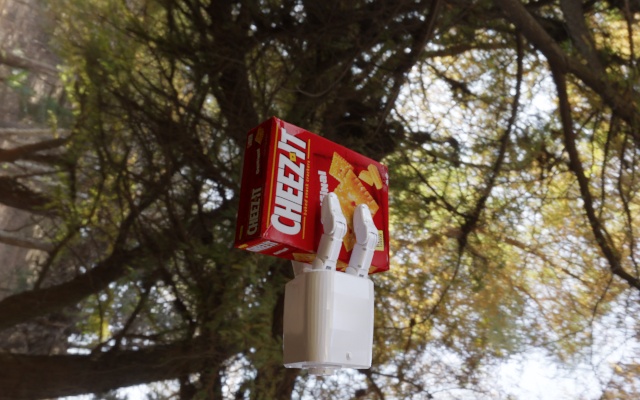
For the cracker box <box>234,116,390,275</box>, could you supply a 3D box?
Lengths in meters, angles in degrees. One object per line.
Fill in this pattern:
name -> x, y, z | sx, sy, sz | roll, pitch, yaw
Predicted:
cracker box -> 0.000, 0.002, 0.649 | 0.214, 0.164, 0.072 | 19, -27, -36
